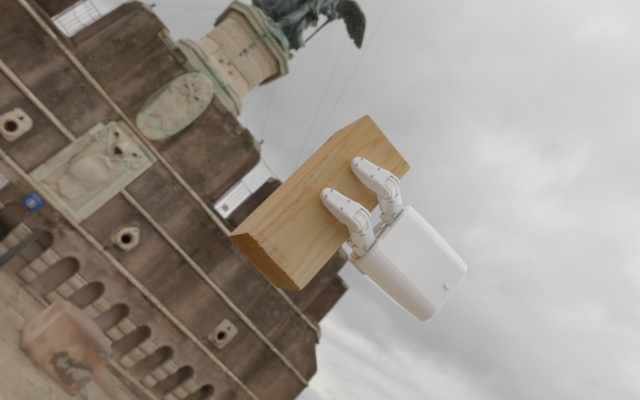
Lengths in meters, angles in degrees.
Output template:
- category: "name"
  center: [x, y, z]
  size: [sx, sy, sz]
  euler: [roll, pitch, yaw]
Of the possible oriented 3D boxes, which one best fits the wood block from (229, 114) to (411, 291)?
- category: "wood block"
  center: [0.000, 0.002, 0.581]
  size: [0.206, 0.090, 0.091]
  euler: [-46, 11, -22]
